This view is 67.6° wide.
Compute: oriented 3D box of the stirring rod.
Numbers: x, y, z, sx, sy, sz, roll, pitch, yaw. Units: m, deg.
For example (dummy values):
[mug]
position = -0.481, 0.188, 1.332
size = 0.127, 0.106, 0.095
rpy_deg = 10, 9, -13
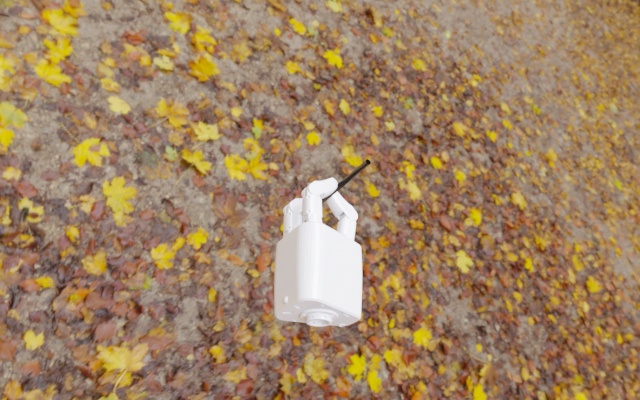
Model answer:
[stirring rod]
position = 0.000, 0.002, 0.719
size = 0.011, 0.011, 0.240
rpy_deg = 0, -26, -36
